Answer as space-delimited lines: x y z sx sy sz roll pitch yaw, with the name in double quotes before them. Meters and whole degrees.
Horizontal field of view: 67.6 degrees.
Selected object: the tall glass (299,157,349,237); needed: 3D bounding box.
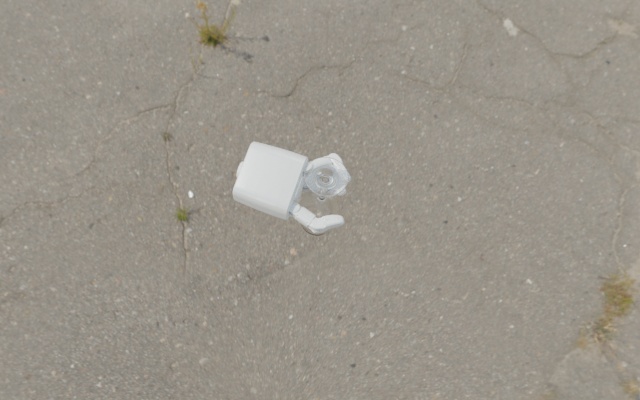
"tall glass" 0.000 0.003 0.875 0.079 0.079 0.201 0 -26 -6
